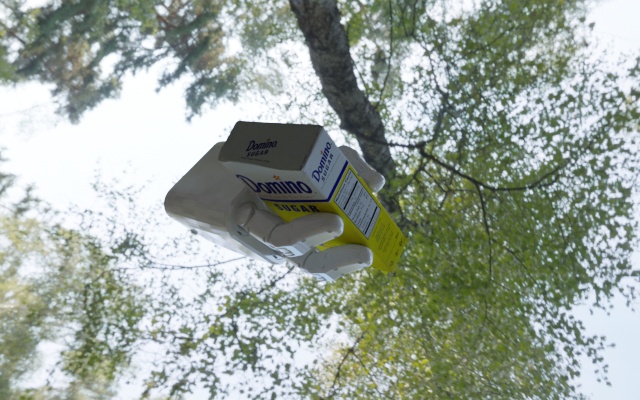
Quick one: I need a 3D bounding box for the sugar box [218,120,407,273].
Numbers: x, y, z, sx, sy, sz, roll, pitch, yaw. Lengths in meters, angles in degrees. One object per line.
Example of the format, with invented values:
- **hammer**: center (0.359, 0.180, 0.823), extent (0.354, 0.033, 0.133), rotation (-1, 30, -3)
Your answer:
- **sugar box**: center (0.000, 0.002, 0.417), extent (0.093, 0.048, 0.176), rotation (10, -22, 38)
